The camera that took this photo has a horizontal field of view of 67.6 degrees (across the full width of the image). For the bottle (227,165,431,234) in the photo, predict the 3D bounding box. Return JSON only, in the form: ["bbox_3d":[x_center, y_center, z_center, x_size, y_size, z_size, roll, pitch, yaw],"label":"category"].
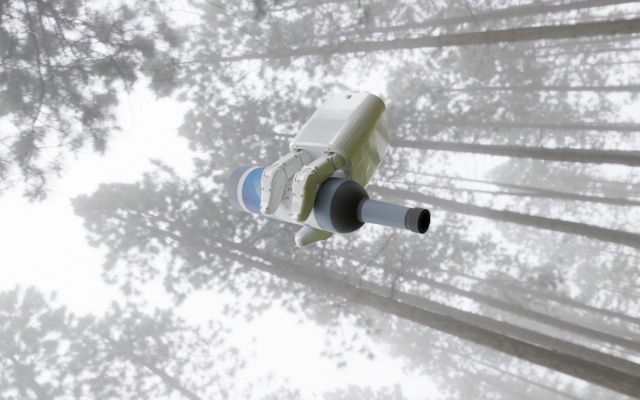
[{"bbox_3d":[0.000,0.002,0.597,0.295,0.069,0.069,10,7,41],"label":"bottle"}]
